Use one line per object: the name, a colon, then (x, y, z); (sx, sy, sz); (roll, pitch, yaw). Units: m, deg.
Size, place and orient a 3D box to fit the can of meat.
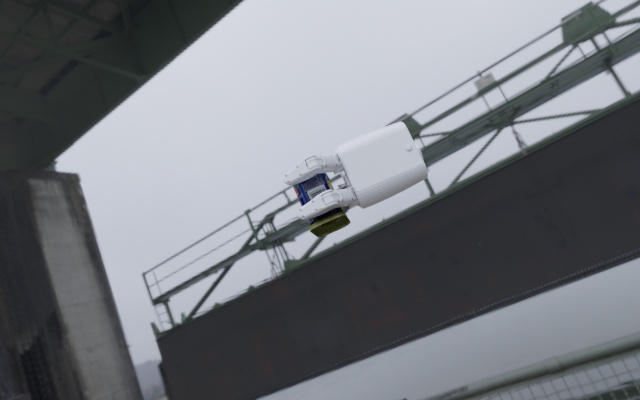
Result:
can of meat: (0.000, 0.002, 0.716); (0.057, 0.084, 0.102); (-24, -13, 4)
